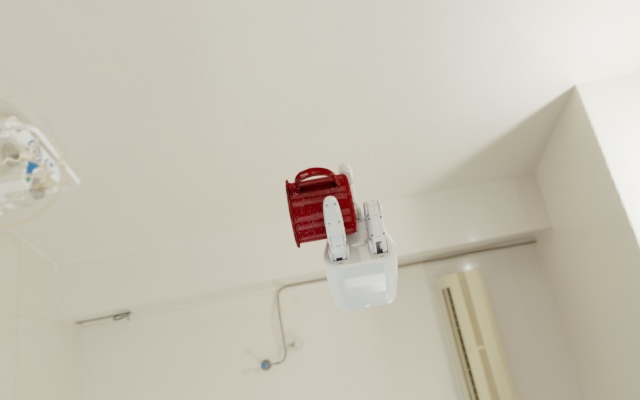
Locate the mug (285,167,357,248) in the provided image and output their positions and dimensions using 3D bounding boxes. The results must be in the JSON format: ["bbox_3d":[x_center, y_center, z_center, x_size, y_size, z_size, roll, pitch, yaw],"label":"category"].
[{"bbox_3d":[0.000,0.001,0.627,0.081,0.117,0.093,-10,43,0],"label":"mug"}]
